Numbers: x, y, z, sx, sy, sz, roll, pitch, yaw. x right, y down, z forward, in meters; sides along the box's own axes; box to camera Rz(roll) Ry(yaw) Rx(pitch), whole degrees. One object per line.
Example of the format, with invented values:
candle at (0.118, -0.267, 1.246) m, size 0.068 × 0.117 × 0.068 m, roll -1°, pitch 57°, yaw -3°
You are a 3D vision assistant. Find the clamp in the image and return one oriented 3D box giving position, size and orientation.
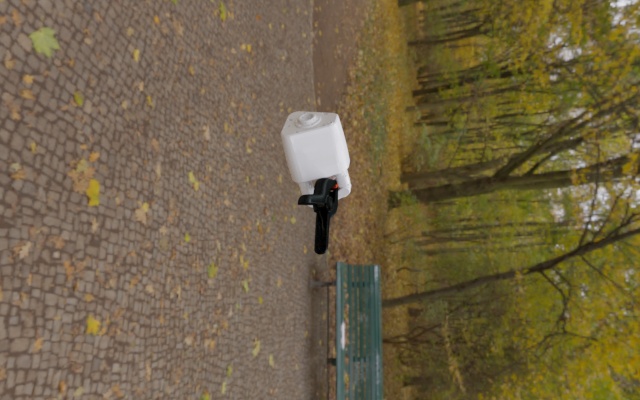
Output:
clamp at (0.001, 0.003, 0.890) m, size 0.039 × 0.120 × 0.171 m, roll -4°, pitch 38°, yaw 15°
